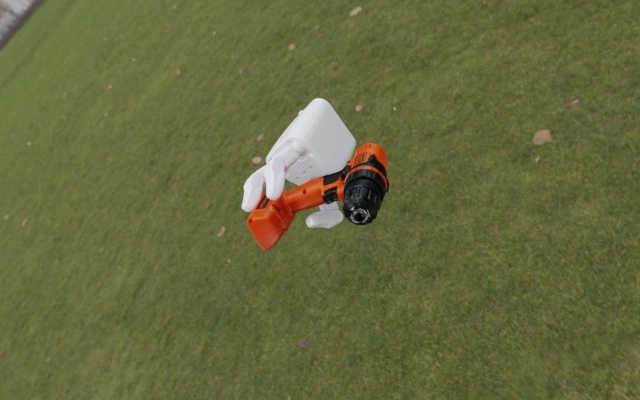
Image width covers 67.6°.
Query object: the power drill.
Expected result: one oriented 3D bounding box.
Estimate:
[{"bbox_3d":[0.000,0.002,0.624,0.188,0.057,0.184,-21,19,20],"label":"power drill"}]
